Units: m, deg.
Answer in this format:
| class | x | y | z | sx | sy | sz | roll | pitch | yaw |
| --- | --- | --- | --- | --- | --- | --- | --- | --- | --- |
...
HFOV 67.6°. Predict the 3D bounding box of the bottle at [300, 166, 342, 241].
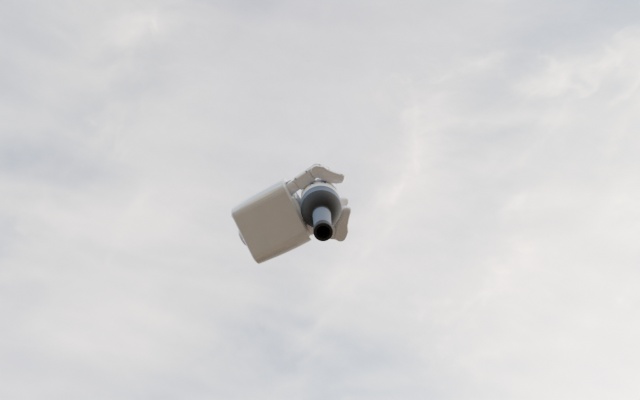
| class | x | y | z | sx | sy | sz | roll | pitch | yaw |
| --- | --- | --- | --- | --- | --- | --- | --- | --- | --- |
| bottle | 0.000 | 0.002 | 0.796 | 0.069 | 0.069 | 0.295 | 0 | 16 | -1 |
